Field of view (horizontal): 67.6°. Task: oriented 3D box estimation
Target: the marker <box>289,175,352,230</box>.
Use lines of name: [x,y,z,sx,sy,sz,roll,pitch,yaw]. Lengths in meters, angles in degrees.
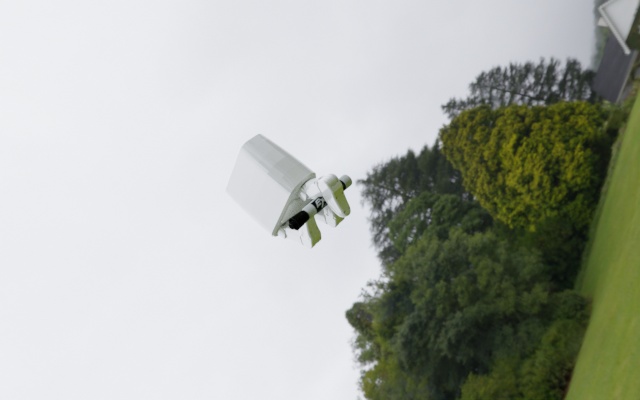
marker: [0.000,0.002,0.640,0.020,0.020,0.121,0,31,47]
